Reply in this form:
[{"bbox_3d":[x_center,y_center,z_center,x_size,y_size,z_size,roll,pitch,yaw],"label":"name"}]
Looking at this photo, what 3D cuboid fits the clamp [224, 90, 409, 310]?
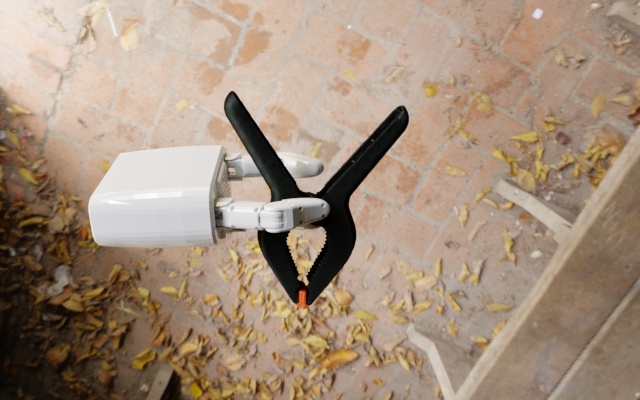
[{"bbox_3d":[0.000,0.002,0.449,0.164,0.210,0.036,-3,17,-3],"label":"clamp"}]
